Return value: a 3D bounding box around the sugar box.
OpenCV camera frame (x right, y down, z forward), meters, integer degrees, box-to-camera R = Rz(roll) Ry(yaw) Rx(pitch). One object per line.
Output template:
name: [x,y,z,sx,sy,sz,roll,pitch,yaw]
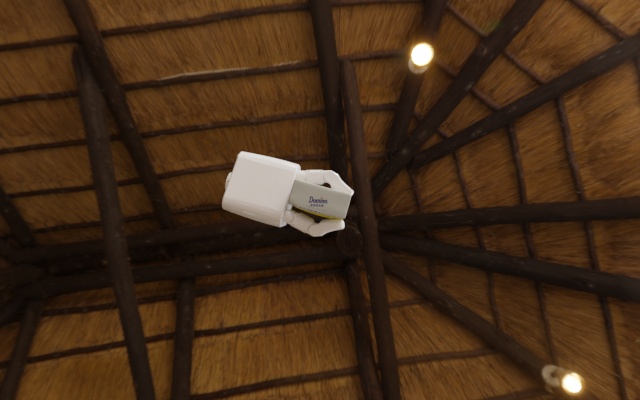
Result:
sugar box: [0.000,0.003,0.810,0.093,0.048,0.176,16,0,3]
